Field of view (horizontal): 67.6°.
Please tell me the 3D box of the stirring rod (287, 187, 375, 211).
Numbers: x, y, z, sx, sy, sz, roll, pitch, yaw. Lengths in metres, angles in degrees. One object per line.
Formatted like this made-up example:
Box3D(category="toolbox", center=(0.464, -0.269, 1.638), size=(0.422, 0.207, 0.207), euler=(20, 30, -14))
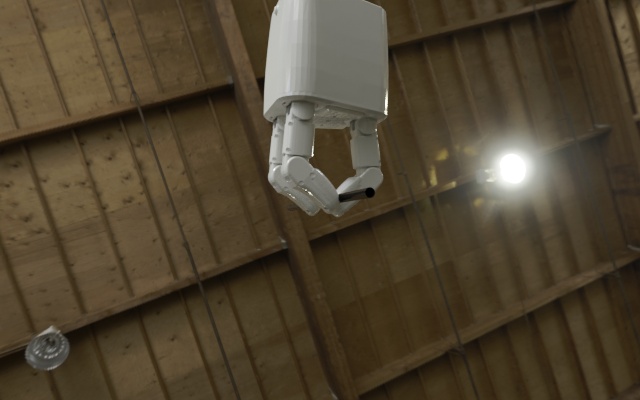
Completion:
Box3D(category="stirring rod", center=(0.000, 0.001, 0.468), size=(0.011, 0.011, 0.239), euler=(0, -4, -18))
